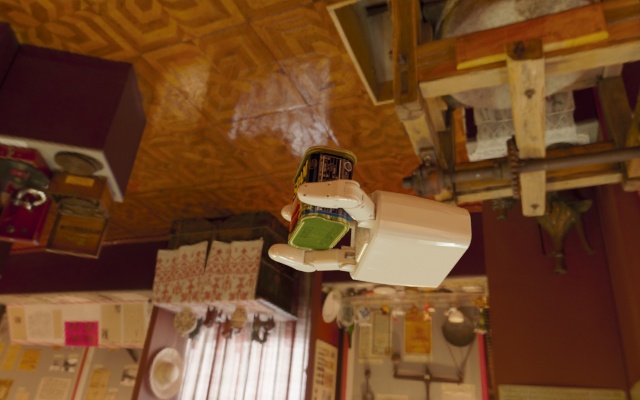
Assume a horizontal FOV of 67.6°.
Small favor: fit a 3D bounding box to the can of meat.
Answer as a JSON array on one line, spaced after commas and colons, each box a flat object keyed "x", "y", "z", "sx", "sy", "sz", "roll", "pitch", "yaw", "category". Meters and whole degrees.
[{"x": 0.000, "y": 0.002, "z": 0.530, "sx": 0.057, "sy": 0.084, "sz": 0.102, "roll": 11, "pitch": -26, "yaw": -11, "category": "can of meat"}]
